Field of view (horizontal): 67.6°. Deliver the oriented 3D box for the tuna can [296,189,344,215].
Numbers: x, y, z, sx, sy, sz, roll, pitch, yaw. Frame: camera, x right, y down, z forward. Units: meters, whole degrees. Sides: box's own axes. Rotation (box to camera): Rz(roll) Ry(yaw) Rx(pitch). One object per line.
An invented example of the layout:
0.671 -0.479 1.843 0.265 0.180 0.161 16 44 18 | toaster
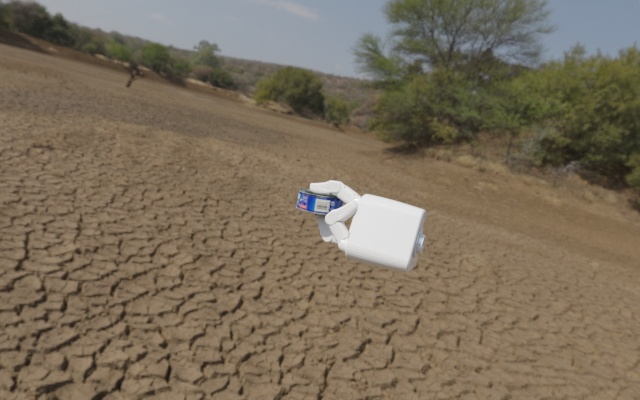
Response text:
0.000 0.002 0.870 0.086 0.034 0.086 8 8 -1 | tuna can
